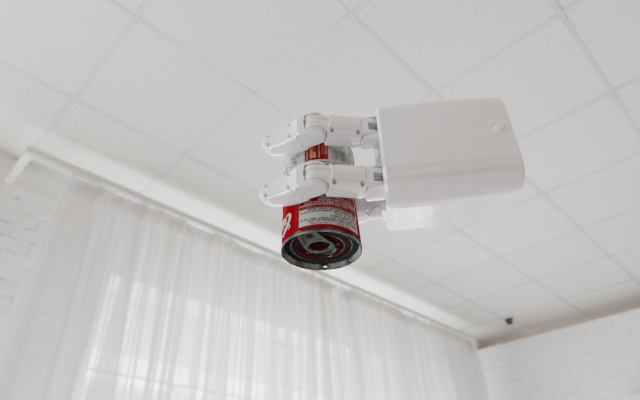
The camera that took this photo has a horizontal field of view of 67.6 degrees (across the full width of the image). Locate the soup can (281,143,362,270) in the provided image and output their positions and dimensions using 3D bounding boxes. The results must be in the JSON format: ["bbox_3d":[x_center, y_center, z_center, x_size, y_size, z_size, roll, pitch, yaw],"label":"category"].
[{"bbox_3d":[0.000,0.001,0.425,0.068,0.102,0.069,-1,-35,-1],"label":"soup can"}]
